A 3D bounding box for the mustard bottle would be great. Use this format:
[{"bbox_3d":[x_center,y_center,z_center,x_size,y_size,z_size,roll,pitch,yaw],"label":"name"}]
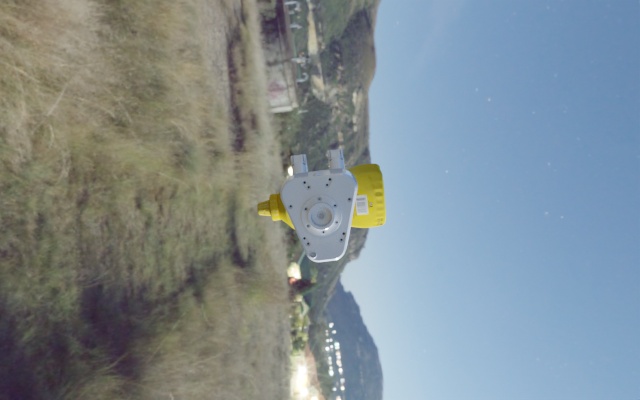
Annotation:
[{"bbox_3d":[0.000,0.002,0.725,0.191,0.096,0.058,-7,29,2],"label":"mustard bottle"}]
